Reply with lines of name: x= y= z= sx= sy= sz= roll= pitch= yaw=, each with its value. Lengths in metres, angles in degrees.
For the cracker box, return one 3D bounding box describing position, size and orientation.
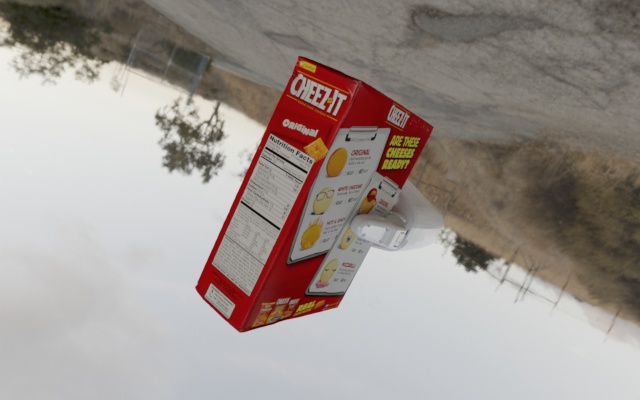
cracker box: x=0.000 y=0.002 z=0.432 sx=0.072 sy=0.214 sz=0.164 roll=32 pitch=12 yaw=29
